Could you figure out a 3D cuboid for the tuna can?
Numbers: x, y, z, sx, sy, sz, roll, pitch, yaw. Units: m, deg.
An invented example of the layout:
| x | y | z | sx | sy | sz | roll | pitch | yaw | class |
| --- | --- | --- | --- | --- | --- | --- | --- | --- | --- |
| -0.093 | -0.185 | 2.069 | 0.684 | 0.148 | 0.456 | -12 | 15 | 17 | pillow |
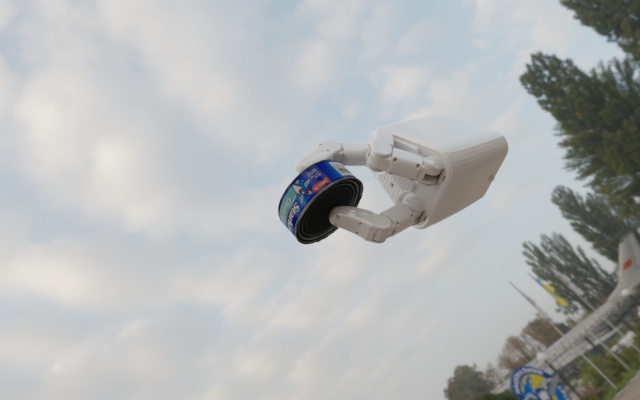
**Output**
| x | y | z | sx | sy | sz | roll | pitch | yaw | class |
| --- | --- | --- | --- | --- | --- | --- | --- | --- | --- |
| 0.000 | 0.001 | 0.477 | 0.033 | 0.086 | 0.086 | 46 | 25 | 28 | tuna can |
